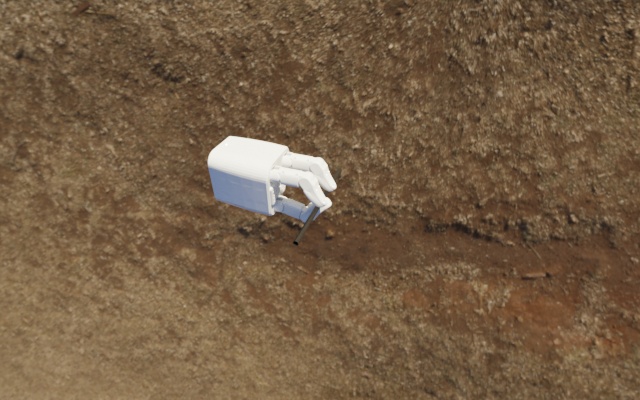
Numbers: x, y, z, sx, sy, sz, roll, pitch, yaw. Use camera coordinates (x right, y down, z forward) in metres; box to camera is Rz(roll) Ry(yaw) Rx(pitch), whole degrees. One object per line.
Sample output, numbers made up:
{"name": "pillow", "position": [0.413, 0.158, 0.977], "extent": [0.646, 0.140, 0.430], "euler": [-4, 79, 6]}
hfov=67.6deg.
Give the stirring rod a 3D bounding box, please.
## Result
{"name": "stirring rod", "position": [0.000, 0.002, 0.762], "extent": [0.011, 0.011, 0.239], "euler": [0, 29, 19]}
